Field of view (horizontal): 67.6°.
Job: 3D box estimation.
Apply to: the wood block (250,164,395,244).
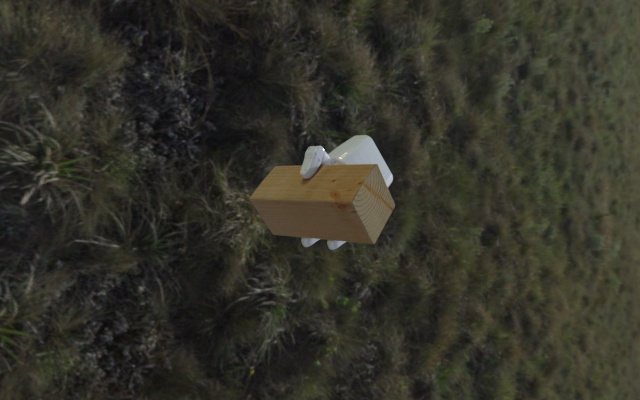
[{"bbox_3d":[0.000,0.002,0.773,0.206,0.091,0.090,1,43,38],"label":"wood block"}]
